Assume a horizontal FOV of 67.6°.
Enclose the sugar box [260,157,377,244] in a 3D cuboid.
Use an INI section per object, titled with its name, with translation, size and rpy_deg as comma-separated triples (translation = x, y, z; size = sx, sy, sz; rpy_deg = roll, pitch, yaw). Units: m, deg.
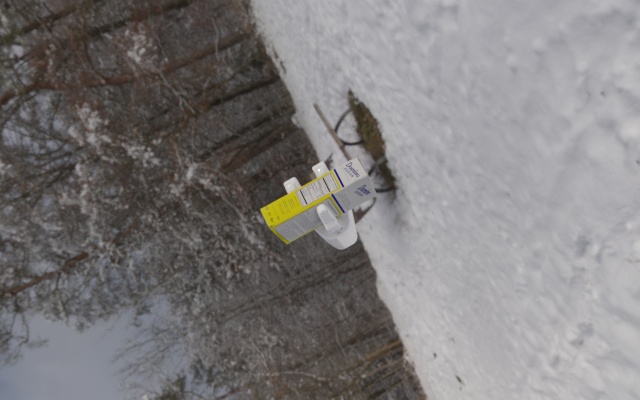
[sugar box]
translation = 0.000, 0.002, 0.781
size = 0.176, 0.048, 0.093
rpy_deg = -30, -25, 2
